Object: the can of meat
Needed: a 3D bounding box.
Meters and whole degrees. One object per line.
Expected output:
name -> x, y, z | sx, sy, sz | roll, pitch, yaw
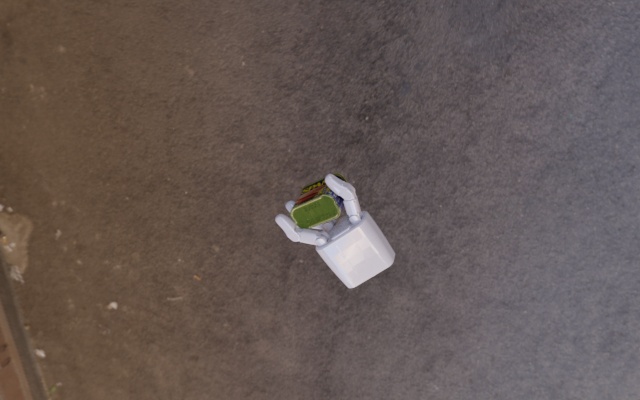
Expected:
can of meat -> 0.000, 0.003, 0.895 | 0.102, 0.057, 0.084 | -23, 21, 28
